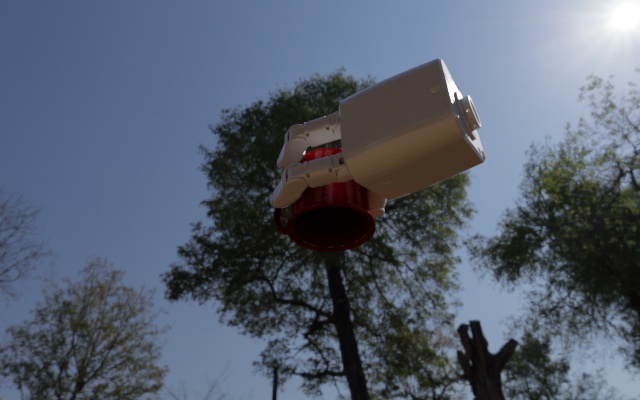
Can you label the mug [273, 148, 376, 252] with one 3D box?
[{"bbox_3d":[-0.001,0.002,0.523,0.117,0.081,0.093,-20,-40,24],"label":"mug"}]
